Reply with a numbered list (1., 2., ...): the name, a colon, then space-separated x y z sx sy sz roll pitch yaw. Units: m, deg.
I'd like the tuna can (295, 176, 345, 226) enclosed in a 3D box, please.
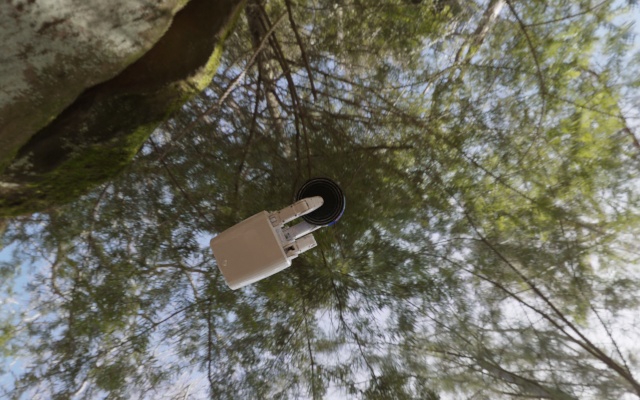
1. tuna can: 0.000 0.003 0.830 0.086 0.086 0.034 0 -6 6
